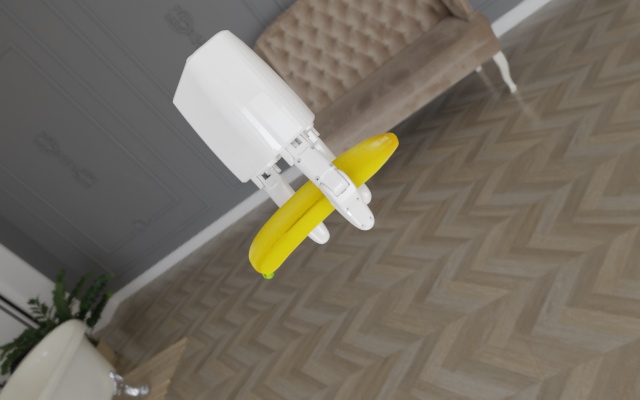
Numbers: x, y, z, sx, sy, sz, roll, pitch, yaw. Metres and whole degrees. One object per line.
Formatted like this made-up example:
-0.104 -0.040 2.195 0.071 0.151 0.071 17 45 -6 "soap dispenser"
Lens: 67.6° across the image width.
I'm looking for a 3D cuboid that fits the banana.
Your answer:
-0.007 0.006 0.447 0.198 0.037 0.069 -45 -7 15 "banana"
